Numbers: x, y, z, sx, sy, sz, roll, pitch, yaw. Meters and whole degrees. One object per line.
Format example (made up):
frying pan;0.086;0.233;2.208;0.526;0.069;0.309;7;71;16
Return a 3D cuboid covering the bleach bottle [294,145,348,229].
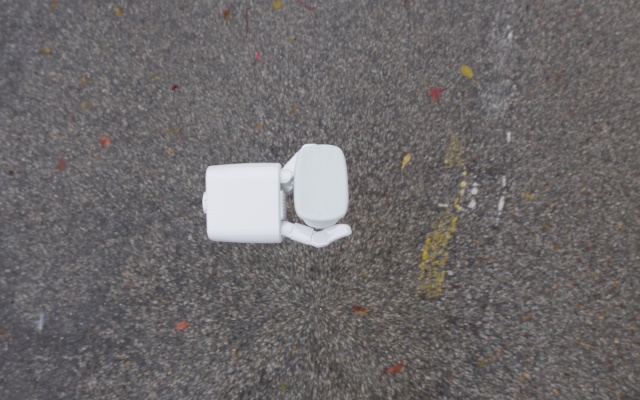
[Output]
bleach bottle;0.000;0.002;0.707;0.068;0.102;0.251;-1;-13;0
